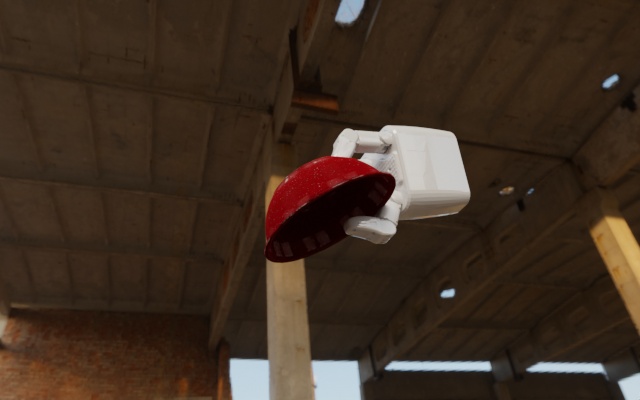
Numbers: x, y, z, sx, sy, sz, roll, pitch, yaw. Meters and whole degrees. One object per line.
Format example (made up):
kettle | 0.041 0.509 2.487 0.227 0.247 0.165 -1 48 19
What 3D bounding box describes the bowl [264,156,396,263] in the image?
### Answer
bowl | -0.001 0.001 0.520 0.162 0.055 0.162 -27 -22 -12
